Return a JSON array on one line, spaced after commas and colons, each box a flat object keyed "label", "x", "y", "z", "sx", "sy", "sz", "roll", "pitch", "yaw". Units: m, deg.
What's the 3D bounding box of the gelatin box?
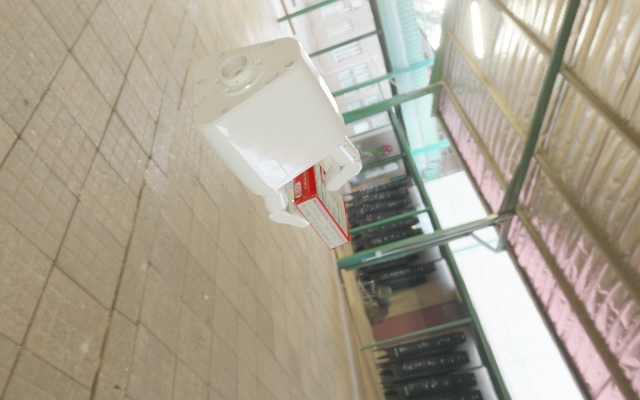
[{"label": "gelatin box", "x": 0.001, "y": 0.002, "z": 0.552, "sx": 0.030, "sy": 0.073, "sz": 0.089, "roll": -24, "pitch": -50, "yaw": 16}]
